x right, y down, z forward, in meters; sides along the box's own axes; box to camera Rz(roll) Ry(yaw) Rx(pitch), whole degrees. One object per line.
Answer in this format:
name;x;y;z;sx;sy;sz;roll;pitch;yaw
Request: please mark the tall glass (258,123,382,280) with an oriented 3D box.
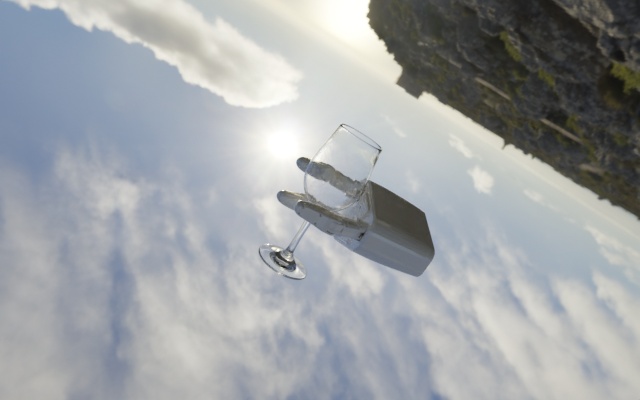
tall glass;0.000;0.003;0.616;0.079;0.201;0.079;29;16;-9
